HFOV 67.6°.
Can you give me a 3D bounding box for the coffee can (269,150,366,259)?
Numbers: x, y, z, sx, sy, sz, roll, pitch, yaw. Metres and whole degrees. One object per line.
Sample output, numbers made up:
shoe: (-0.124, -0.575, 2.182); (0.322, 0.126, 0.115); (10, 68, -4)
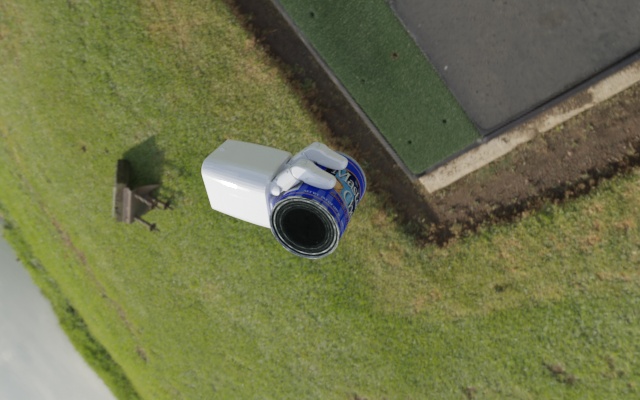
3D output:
coffee can: (0.000, 0.002, 0.701); (0.103, 0.103, 0.140); (0, 31, 23)
